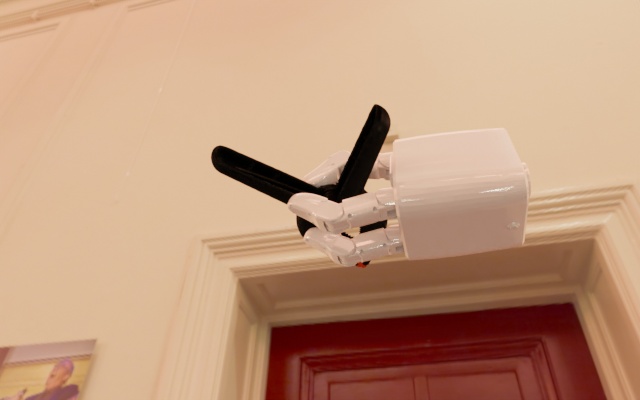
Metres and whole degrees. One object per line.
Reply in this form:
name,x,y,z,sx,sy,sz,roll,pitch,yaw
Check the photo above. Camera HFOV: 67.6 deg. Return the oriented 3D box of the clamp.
clamp,0.000,0.001,0.474,0.164,0.036,0.210,-6,-41,14
